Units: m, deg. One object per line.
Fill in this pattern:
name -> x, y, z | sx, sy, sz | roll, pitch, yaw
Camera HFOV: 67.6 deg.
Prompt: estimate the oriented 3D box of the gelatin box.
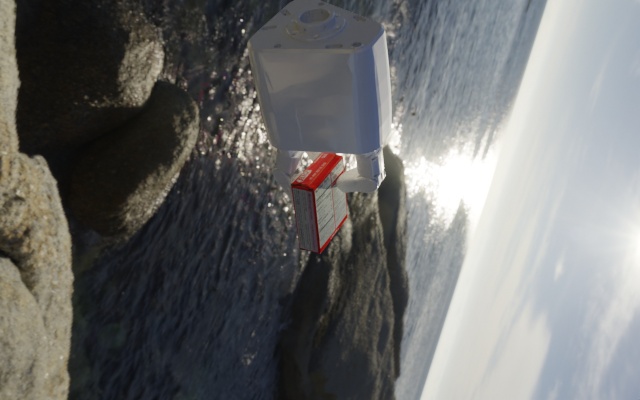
gelatin box -> 0.001, 0.002, 0.527 | 0.030, 0.089, 0.073 | 12, 38, 25
